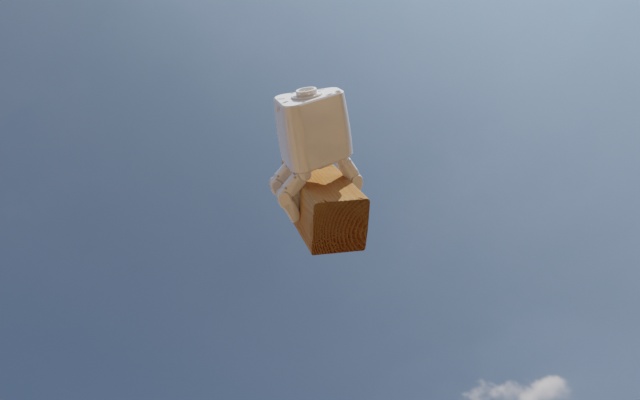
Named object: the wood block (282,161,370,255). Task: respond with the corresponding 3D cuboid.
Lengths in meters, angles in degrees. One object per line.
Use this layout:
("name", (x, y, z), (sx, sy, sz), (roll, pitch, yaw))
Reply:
("wood block", (0.000, 0.002, 0.806), (0.091, 0.090, 0.206), (-4, 24, -17))
